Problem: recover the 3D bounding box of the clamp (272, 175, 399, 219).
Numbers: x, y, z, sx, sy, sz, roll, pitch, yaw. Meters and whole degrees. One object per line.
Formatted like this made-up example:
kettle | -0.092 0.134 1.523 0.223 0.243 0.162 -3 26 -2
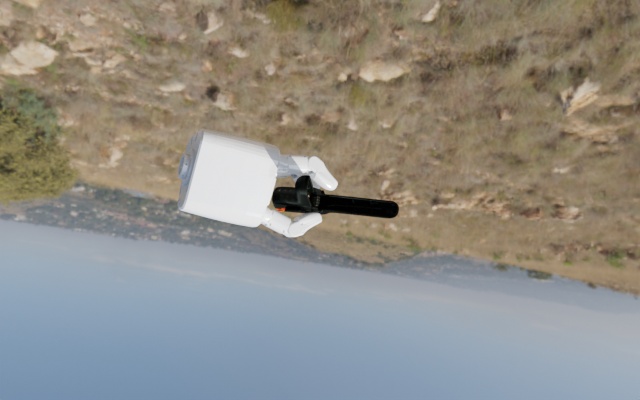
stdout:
clamp | 0.000 0.003 0.700 0.164 0.036 0.210 15 -10 -26
